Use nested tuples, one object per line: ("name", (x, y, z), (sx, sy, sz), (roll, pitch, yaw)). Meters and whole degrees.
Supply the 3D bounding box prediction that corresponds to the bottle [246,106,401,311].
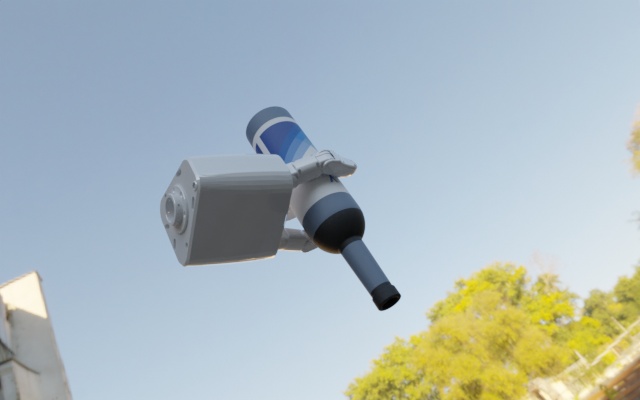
("bottle", (0.000, 0.002, 0.558), (0.069, 0.069, 0.295), (0, 43, -40))
